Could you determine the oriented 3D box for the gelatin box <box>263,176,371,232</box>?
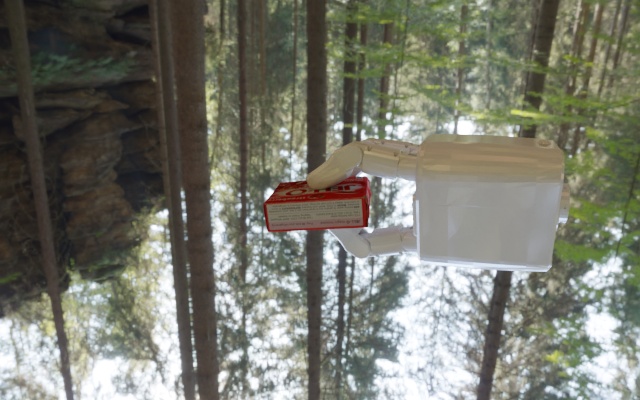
[{"bbox_3d":[0.000,0.002,0.431,0.089,0.030,0.073,-4,16,8],"label":"gelatin box"}]
